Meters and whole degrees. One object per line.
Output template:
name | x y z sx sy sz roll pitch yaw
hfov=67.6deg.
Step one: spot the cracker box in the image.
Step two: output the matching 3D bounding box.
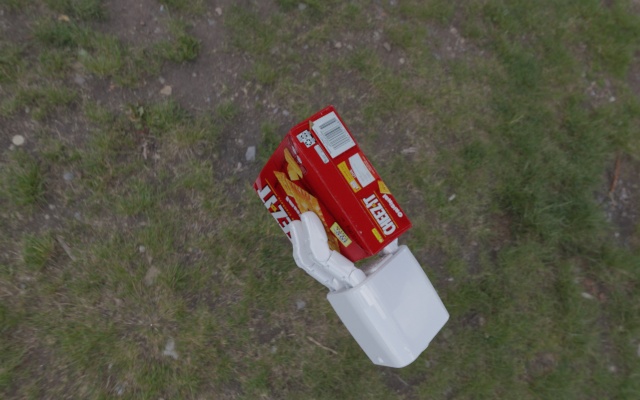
cracker box | 0.000 0.002 0.607 0.072 0.164 0.214 -33 -1 -24
